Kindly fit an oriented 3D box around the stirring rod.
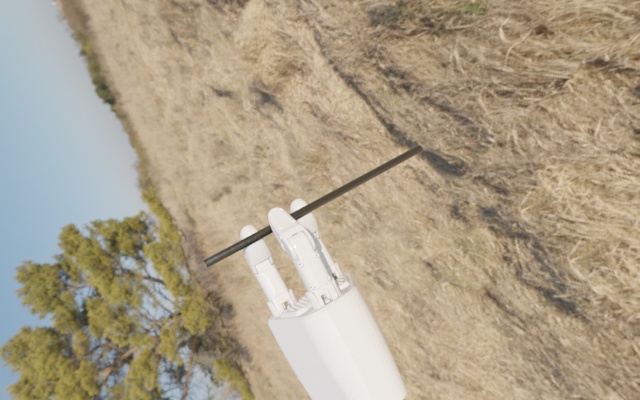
[{"bbox_3d":[0.000,0.001,0.455,0.239,0.011,0.011,-28,8,-16],"label":"stirring rod"}]
